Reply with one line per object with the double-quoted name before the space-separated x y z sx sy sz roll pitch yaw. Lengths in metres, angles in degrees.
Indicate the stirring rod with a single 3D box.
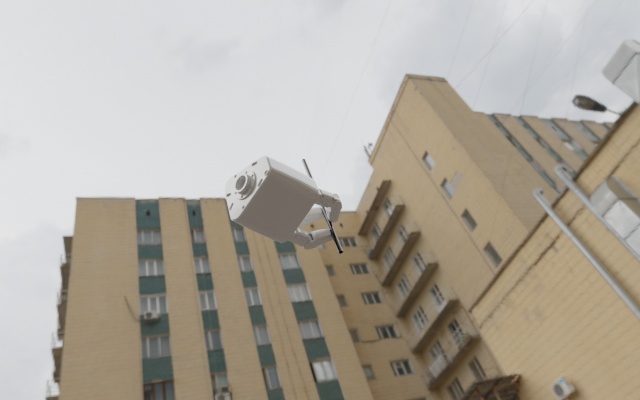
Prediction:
"stirring rod" 0.000 0.003 0.877 0.011 0.011 0.239 0 44 -23
